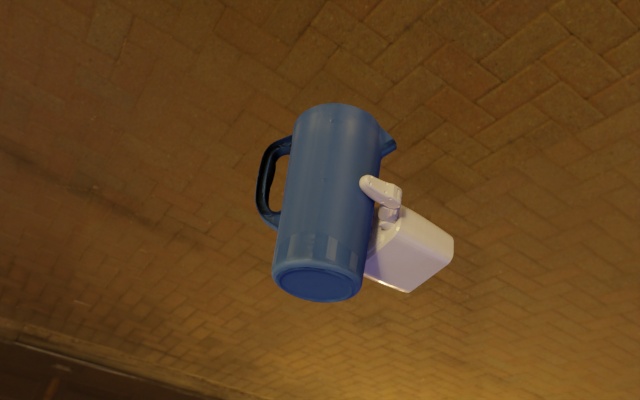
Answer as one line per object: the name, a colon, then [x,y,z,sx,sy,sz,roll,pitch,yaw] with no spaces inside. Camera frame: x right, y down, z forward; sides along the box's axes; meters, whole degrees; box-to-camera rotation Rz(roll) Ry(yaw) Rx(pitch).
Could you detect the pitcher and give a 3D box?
pitcher: [0.000,0.002,0.625,0.145,0.242,0.149,28,-38,-24]
